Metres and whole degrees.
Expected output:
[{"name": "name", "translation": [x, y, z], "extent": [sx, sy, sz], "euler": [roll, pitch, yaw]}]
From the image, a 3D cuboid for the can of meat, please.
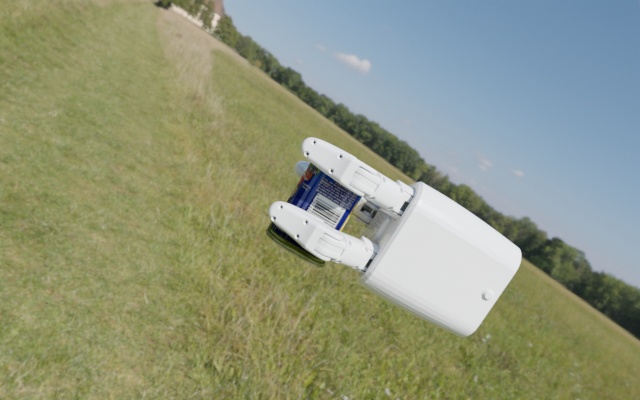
[{"name": "can of meat", "translation": [0.000, 0.001, 0.424], "extent": [0.057, 0.084, 0.102], "euler": [31, 7, -4]}]
